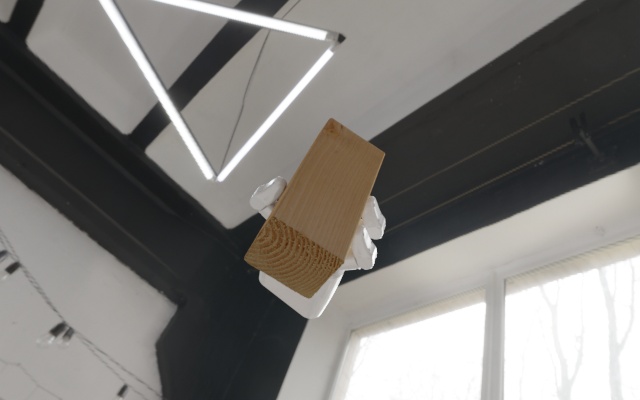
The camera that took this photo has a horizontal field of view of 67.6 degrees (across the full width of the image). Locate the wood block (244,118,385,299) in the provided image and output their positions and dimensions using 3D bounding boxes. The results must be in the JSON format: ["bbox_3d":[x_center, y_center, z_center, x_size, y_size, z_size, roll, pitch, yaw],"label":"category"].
[{"bbox_3d":[0.000,0.002,0.585,0.091,0.206,0.090,32,-48,-6],"label":"wood block"}]
